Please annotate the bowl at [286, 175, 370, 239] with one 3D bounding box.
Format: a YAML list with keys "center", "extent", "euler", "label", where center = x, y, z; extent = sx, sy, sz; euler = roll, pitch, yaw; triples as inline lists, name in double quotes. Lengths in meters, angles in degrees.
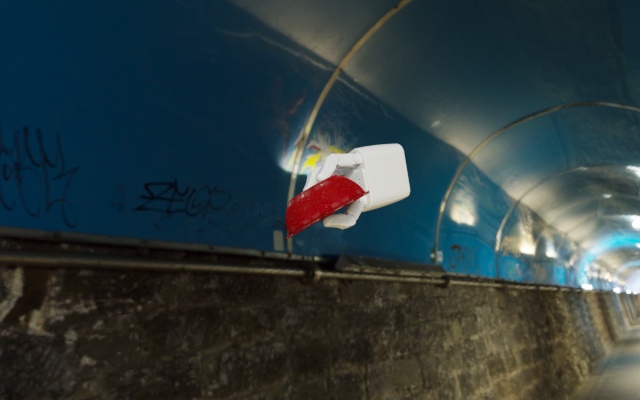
- center: [-0.001, 0.003, 0.800]
  extent: [0.162, 0.055, 0.162]
  euler: [-30, -2, -1]
  label: "bowl"
